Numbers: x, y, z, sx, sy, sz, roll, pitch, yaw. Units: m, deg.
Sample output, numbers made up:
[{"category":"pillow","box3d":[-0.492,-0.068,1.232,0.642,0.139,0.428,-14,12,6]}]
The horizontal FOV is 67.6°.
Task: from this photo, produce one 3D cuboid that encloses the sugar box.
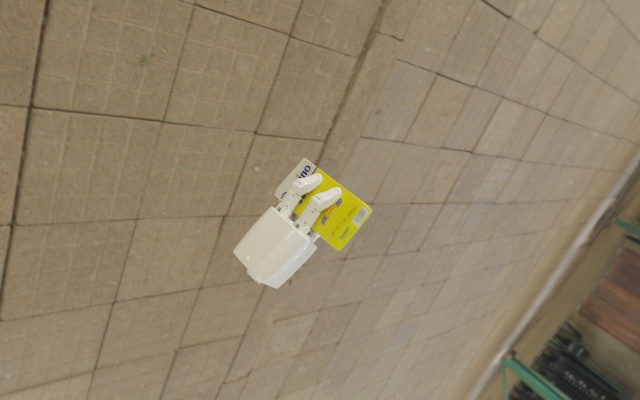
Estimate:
[{"category":"sugar box","box3d":[0.000,0.003,0.863,0.176,0.093,0.048,39,-3,36]}]
